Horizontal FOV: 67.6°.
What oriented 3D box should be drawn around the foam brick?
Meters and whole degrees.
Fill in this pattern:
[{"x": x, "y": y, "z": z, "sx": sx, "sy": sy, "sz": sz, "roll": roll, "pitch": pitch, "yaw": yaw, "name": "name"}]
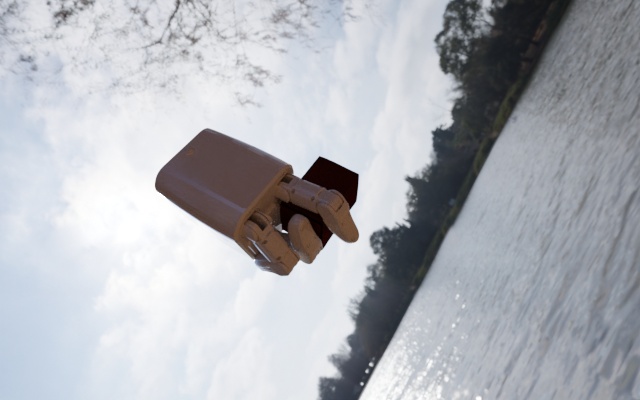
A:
[{"x": 0.000, "y": 0.002, "z": 0.510, "sx": 0.051, "sy": 0.078, "sz": 0.053, "roll": 27, "pitch": -33, "yaw": 17, "name": "foam brick"}]
